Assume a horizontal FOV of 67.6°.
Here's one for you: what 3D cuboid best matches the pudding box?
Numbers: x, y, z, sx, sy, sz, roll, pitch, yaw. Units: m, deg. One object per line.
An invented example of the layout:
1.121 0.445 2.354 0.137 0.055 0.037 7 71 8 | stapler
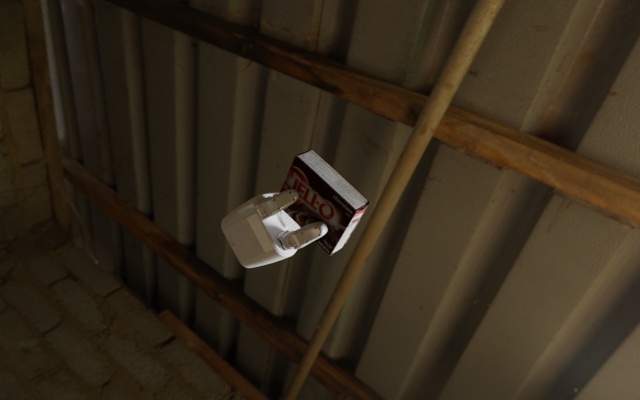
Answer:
0.000 0.002 0.630 0.113 0.090 0.039 41 43 16 | pudding box
